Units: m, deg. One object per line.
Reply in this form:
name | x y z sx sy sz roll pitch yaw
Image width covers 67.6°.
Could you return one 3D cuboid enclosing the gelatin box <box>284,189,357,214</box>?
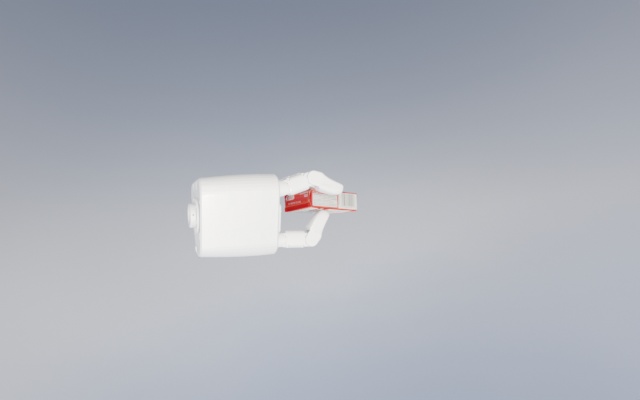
gelatin box | 0.000 0.003 0.733 0.089 0.030 0.073 5 -9 -35
